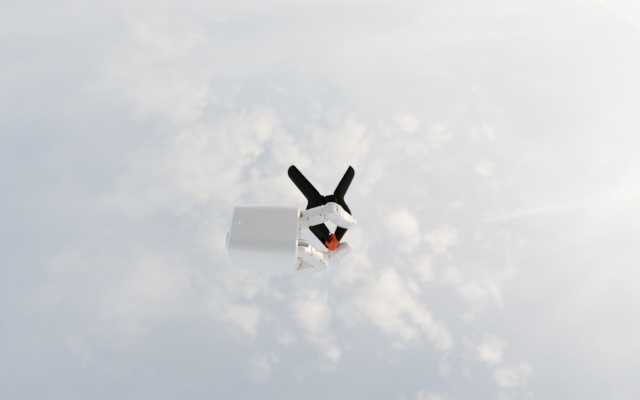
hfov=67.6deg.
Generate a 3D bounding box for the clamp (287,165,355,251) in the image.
[{"bbox_3d":[0.000,0.003,0.807,0.120,0.171,0.039,3,-39,-2],"label":"clamp"}]
